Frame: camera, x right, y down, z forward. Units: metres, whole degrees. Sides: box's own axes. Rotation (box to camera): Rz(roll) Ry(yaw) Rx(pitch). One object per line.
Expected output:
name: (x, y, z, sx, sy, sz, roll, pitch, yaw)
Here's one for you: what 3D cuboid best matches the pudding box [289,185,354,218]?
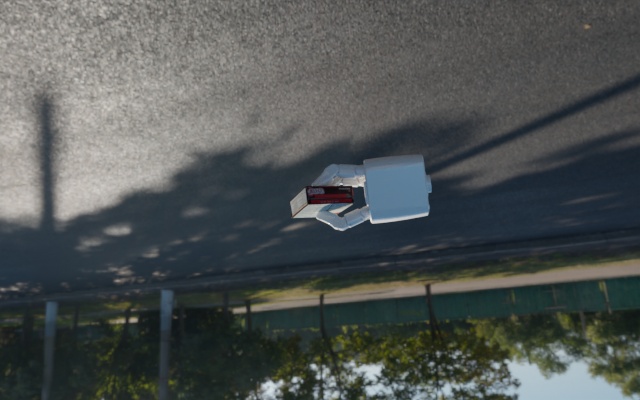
pudding box: (0.000, 0.003, 0.887, 0.090, 0.039, 0.113, 0, -16, -19)
